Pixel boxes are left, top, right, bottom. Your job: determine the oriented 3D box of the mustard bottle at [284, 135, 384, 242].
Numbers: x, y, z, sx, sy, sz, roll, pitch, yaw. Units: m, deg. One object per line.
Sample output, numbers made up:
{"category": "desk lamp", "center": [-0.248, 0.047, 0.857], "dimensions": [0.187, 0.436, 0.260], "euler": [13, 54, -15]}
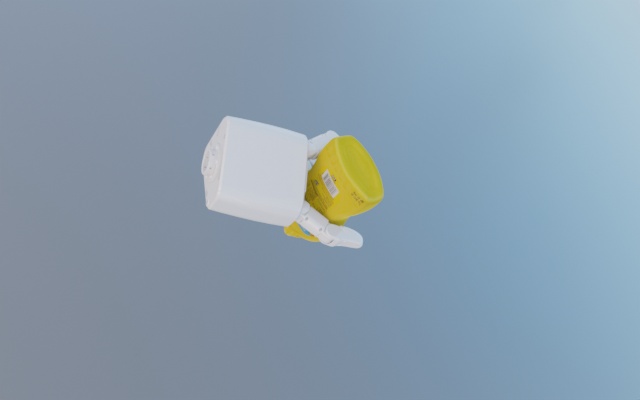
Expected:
{"category": "mustard bottle", "center": [0.001, 0.002, 0.645], "dimensions": [0.058, 0.096, 0.192], "euler": [-16, -18, -40]}
